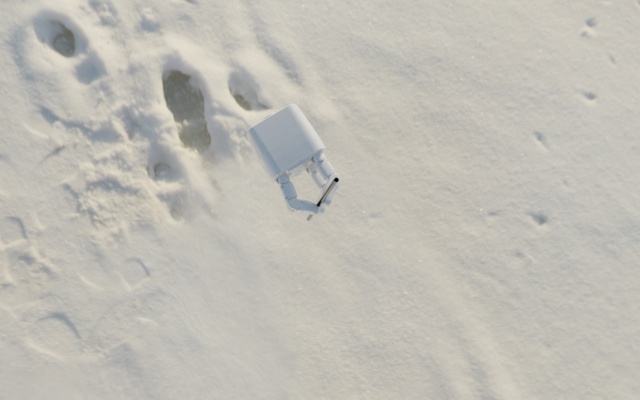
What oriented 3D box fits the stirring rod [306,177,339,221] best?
[{"bbox_3d":[0.000,0.003,0.848,0.011,0.011,0.239,0,-17,-12],"label":"stirring rod"}]
